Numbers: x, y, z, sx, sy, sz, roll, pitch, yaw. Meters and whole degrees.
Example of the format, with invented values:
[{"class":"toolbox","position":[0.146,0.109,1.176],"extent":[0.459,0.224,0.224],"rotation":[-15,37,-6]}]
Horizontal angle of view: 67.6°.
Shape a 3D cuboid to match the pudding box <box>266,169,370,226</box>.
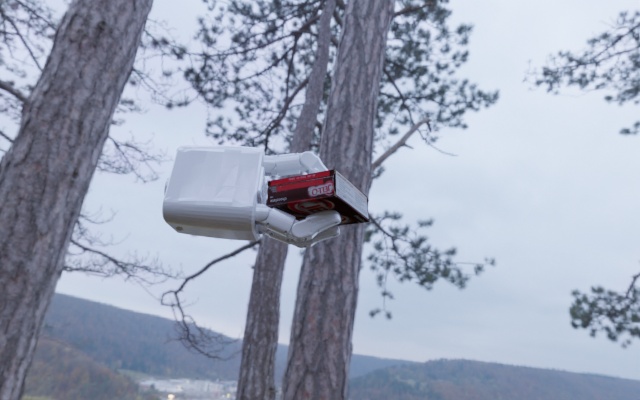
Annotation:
[{"class":"pudding box","position":[0.000,0.002,0.586],"extent":[0.090,0.039,0.113],"rotation":[-8,-18,25]}]
